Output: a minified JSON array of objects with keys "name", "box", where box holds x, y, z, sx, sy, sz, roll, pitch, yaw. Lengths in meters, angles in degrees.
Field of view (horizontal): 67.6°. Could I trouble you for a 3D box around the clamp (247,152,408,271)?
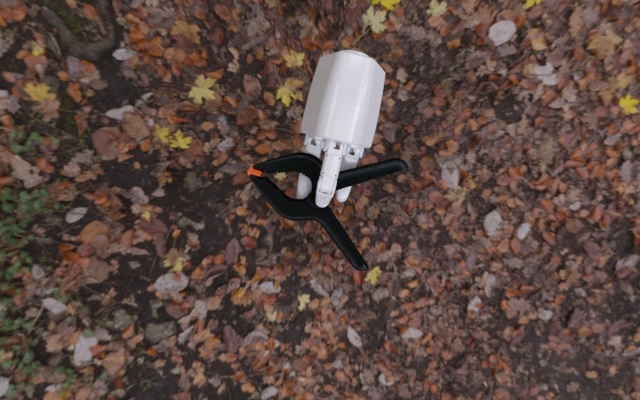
[{"name":"clamp","box":[0.000,0.002,0.656,0.210,0.164,0.036,13,7,-2]}]
